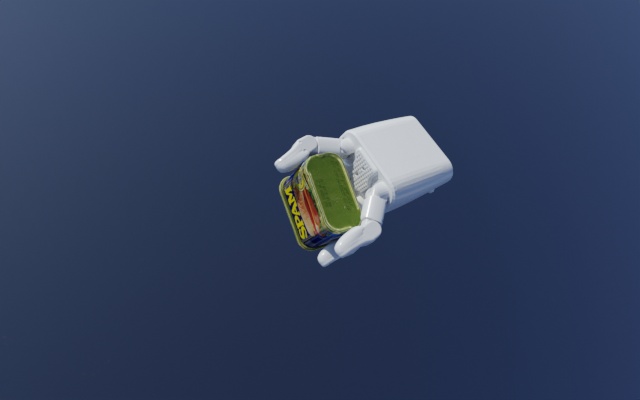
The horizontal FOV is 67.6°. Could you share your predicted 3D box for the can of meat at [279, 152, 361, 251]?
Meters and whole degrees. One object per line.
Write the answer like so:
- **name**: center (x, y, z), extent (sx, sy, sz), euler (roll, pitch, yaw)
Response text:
- **can of meat**: center (0.000, 0.002, 0.579), extent (0.057, 0.102, 0.084), euler (-15, -11, -28)
